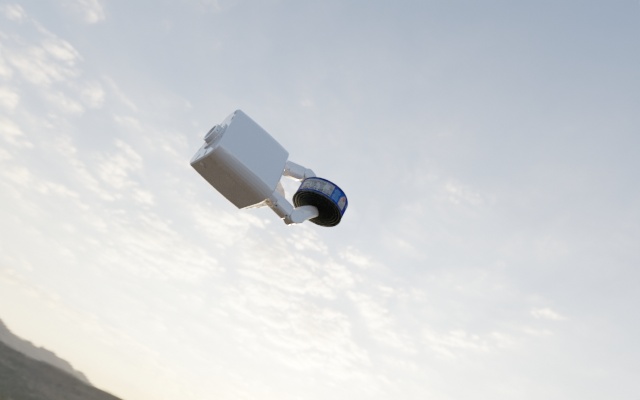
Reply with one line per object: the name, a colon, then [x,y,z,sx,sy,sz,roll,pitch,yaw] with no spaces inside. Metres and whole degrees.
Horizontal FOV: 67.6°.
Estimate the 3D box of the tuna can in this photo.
tuna can: [0.000,0.002,0.762,0.086,0.033,0.086,20,-35,14]
